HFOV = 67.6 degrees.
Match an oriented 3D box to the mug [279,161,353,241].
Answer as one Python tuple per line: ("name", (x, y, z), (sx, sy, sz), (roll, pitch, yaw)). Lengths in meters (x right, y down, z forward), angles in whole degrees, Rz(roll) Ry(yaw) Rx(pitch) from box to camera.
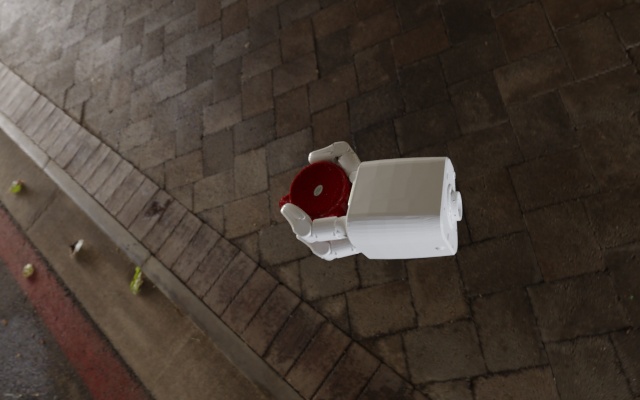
("mug", (-0.001, 0.002, 0.631), (0.117, 0.093, 0.081), (-5, -25, 24))
